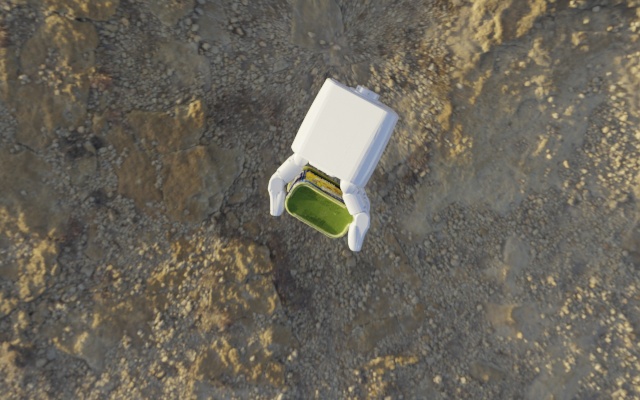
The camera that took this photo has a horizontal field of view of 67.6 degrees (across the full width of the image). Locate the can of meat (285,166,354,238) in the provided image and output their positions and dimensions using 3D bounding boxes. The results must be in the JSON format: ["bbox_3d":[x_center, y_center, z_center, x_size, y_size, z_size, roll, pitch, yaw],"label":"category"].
[{"bbox_3d":[0.000,0.002,0.692,0.102,0.057,0.084,30,16,-8],"label":"can of meat"}]
